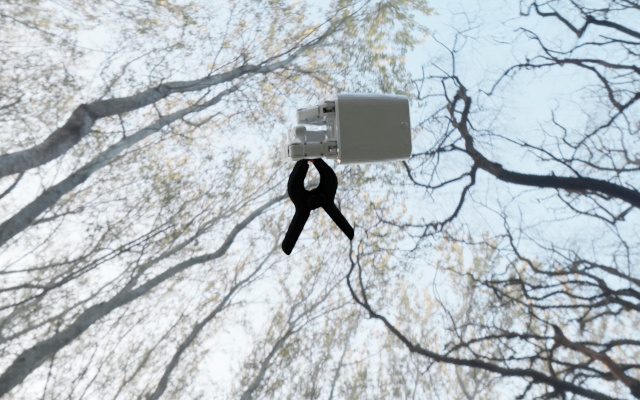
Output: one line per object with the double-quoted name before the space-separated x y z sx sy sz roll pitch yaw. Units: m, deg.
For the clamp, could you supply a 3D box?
"clamp" 0.000 0.002 0.741 0.120 0.171 0.039 -6 24 -23
